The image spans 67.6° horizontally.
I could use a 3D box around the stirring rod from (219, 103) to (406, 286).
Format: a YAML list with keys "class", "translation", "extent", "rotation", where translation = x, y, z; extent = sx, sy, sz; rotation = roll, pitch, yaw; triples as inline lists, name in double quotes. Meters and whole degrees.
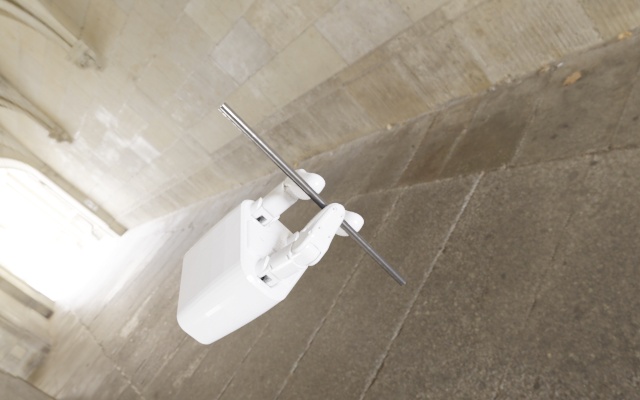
- class: "stirring rod"
  translation: [0.000, 0.002, 0.432]
  extent: [0.239, 0.011, 0.011]
  rotation: [44, -18, -19]
